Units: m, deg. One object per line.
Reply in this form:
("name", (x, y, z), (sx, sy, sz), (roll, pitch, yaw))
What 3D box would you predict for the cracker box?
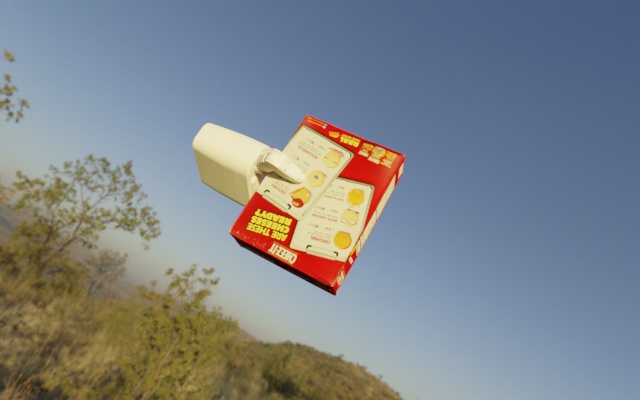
("cracker box", (0.000, 0.002, 0.682), (0.164, 0.213, 0.072), (25, -18, 17))
